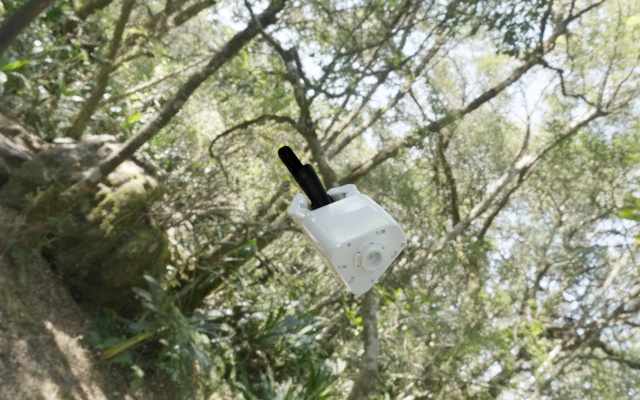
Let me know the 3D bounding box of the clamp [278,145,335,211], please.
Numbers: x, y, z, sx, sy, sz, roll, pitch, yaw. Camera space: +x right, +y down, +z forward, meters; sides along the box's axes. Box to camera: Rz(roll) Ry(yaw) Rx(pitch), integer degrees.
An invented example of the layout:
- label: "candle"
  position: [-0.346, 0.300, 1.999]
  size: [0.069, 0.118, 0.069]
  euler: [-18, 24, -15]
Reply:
- label: "clamp"
  position: [0.001, 0.003, 0.775]
  size: [0.036, 0.210, 0.164]
  euler: [-34, 29, -3]
